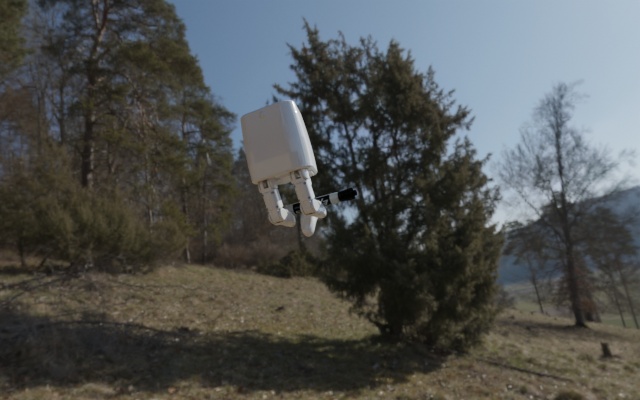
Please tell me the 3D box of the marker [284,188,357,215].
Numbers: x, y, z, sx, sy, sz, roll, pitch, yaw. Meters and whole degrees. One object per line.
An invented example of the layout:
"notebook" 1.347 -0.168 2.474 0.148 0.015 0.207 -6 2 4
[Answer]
"marker" 0.000 0.003 0.751 0.121 0.020 0.020 -15 -5 20
